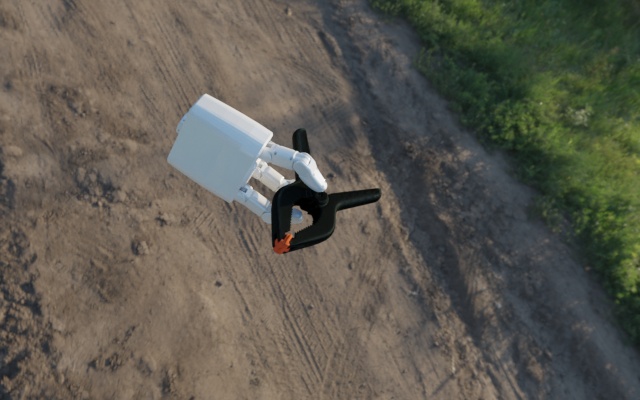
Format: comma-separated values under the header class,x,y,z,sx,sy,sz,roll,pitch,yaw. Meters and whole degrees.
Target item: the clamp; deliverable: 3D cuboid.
class,x,y,z,sx,sy,sz,roll,pitch,yaw
clamp,0.000,0.002,0.671,0.164,0.209,0.036,32,-43,-8
